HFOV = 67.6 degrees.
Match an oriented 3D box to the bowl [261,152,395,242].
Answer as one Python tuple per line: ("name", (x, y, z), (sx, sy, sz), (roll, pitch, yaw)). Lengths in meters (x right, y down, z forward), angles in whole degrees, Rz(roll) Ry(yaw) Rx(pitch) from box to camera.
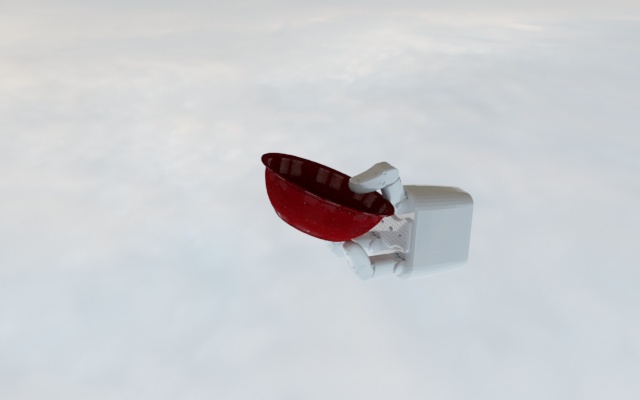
("bowl", (-0.001, 0.002, 0.543), (0.162, 0.055, 0.162), (22, 15, -6))
